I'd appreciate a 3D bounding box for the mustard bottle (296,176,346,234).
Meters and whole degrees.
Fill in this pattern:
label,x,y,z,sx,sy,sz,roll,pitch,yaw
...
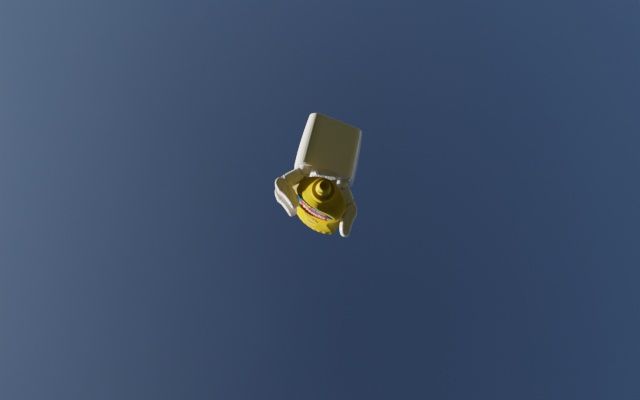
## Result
label,x,y,z,sx,sy,sz,roll,pitch,yaw
mustard bottle,0.000,0.003,0.864,0.096,0.058,0.192,37,-16,7
